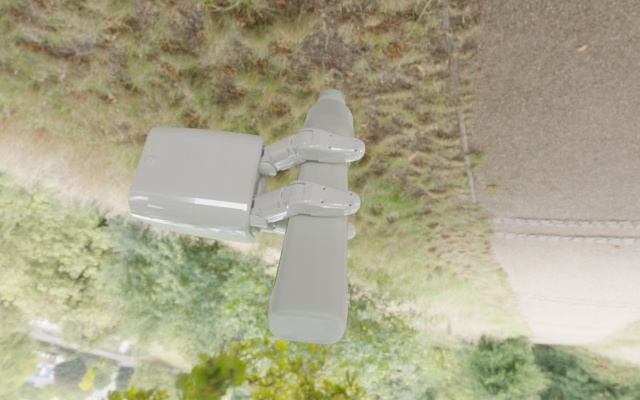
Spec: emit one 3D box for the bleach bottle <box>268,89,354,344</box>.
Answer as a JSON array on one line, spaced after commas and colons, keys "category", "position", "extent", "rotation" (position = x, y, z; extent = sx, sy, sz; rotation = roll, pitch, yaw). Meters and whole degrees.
[{"category": "bleach bottle", "position": [0.000, 0.002, 0.466], "extent": [0.068, 0.250, 0.103], "rotation": [6, -29, 0]}]
